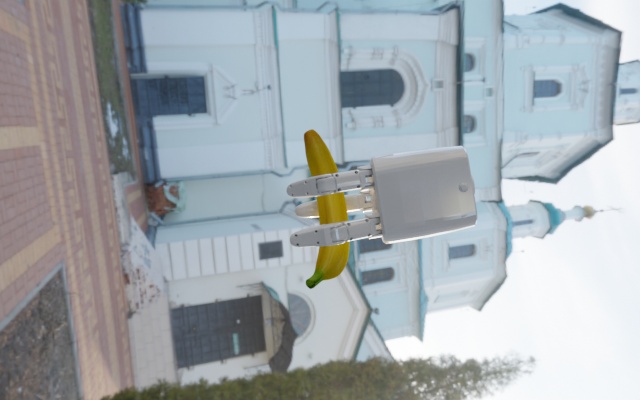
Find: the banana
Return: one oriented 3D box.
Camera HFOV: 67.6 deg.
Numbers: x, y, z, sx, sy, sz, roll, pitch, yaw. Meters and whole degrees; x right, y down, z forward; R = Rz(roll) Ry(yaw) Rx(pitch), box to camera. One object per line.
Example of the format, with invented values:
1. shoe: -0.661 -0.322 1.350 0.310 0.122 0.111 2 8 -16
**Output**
1. banana: 0.008 0.011 0.579 0.037 0.197 0.070 -13 -23 23
